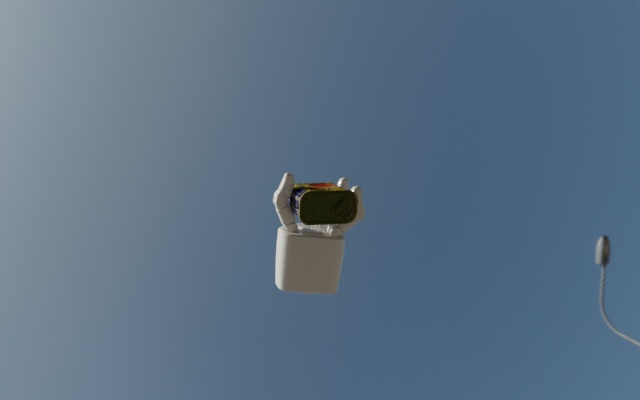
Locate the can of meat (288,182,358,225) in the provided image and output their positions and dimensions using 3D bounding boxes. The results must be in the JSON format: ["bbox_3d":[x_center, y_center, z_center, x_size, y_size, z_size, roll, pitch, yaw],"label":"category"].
[{"bbox_3d":[0.000,0.003,0.812,0.102,0.057,0.084,-2,13,-20],"label":"can of meat"}]
